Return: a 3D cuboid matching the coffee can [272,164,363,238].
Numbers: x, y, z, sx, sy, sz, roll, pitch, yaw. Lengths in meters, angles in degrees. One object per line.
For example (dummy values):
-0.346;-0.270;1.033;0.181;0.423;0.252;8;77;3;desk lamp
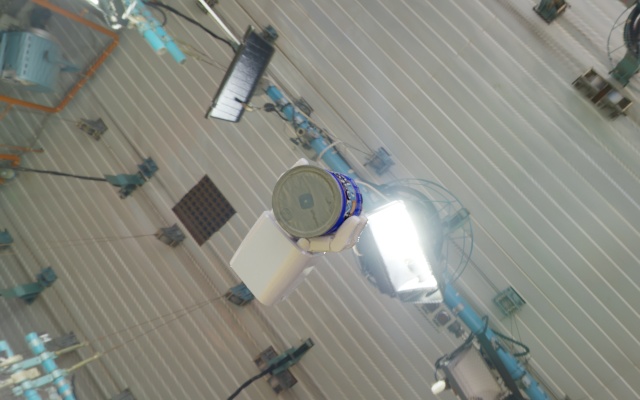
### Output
0.000;0.002;0.727;0.103;0.103;0.140;0;-1;18;coffee can
